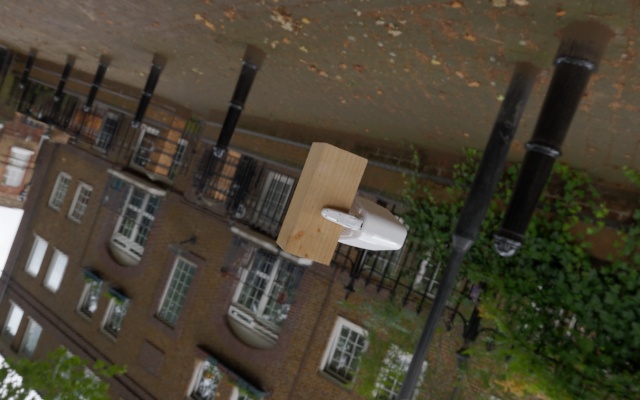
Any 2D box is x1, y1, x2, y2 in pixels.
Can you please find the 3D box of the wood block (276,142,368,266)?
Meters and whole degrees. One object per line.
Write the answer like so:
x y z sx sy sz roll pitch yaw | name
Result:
0.001 0.003 0.891 0.090 0.206 0.091 20 1 -18 | wood block
